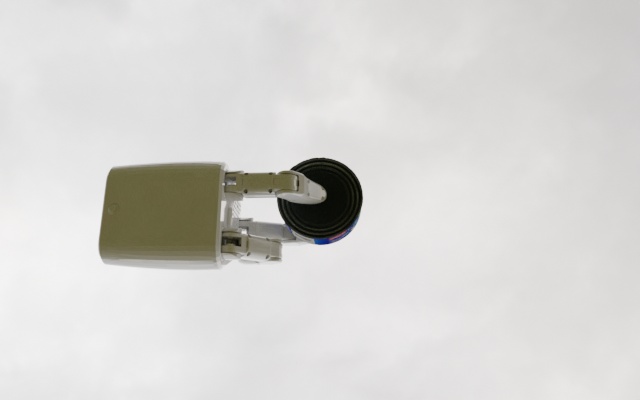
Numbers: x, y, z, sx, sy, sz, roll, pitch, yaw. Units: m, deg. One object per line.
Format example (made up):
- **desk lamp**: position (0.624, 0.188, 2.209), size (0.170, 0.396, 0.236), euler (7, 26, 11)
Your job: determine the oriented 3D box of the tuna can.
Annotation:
- **tuna can**: position (0.000, 0.002, 0.488), size (0.086, 0.086, 0.034), euler (0, -19, 3)
